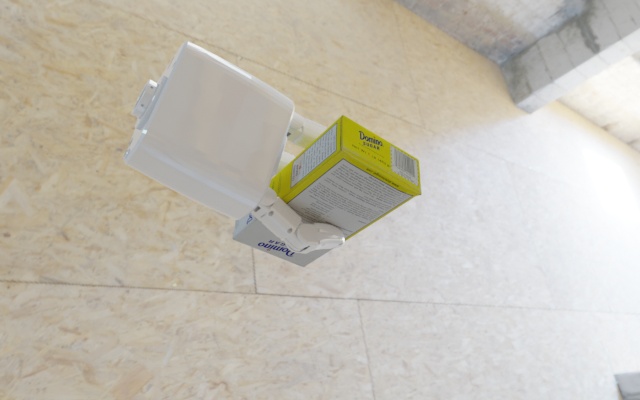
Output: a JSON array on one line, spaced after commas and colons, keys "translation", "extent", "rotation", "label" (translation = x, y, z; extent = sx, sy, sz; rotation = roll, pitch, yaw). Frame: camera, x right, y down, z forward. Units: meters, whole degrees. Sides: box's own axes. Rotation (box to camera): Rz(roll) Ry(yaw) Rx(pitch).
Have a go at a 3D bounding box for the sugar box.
[{"translation": [0.000, 0.001, 0.454], "extent": [0.093, 0.048, 0.176], "rotation": [26, -40, -28], "label": "sugar box"}]
